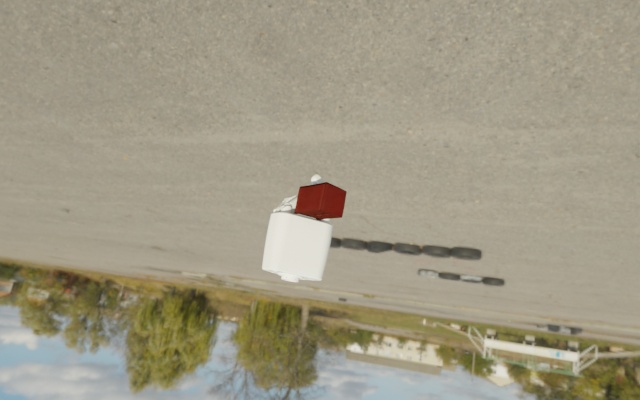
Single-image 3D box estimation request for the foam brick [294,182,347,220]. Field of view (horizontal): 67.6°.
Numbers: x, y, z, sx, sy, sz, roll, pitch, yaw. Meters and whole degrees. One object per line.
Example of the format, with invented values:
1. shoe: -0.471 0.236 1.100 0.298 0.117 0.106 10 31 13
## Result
1. foam brick: 0.000 0.003 0.857 0.053 0.051 0.078 22 -19 -36
